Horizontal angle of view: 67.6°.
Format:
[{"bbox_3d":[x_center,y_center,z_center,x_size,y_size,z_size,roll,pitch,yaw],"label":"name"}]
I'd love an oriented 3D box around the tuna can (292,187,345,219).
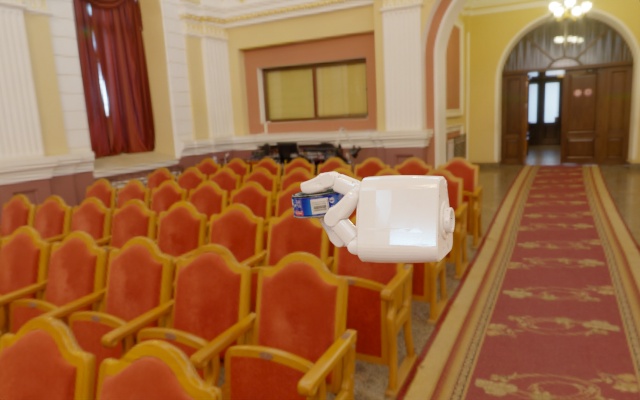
[{"bbox_3d":[0.000,0.002,0.717,0.086,0.034,0.086,-8,7,1],"label":"tuna can"}]
